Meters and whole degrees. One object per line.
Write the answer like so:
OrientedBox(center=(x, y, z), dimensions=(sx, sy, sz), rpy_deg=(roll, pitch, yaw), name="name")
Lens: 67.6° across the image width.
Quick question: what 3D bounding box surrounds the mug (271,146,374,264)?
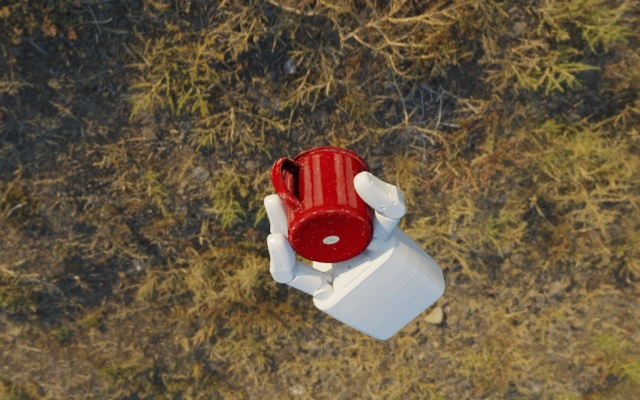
OrientedBox(center=(-0.001, 0.001, 0.463), dimensions=(0.093, 0.081, 0.117), rpy_deg=(-35, -53, 28), name="mug")
